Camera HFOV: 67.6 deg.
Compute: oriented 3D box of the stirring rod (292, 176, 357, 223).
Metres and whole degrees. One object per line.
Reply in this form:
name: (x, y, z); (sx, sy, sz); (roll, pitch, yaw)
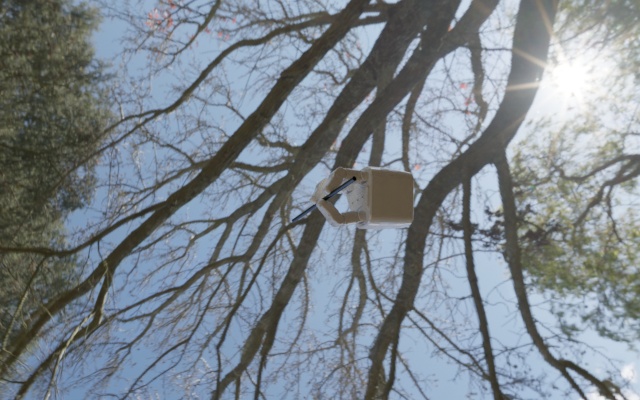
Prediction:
stirring rod: (0.000, 0.003, 0.878); (0.011, 0.011, 0.239); (0, -19, -29)
